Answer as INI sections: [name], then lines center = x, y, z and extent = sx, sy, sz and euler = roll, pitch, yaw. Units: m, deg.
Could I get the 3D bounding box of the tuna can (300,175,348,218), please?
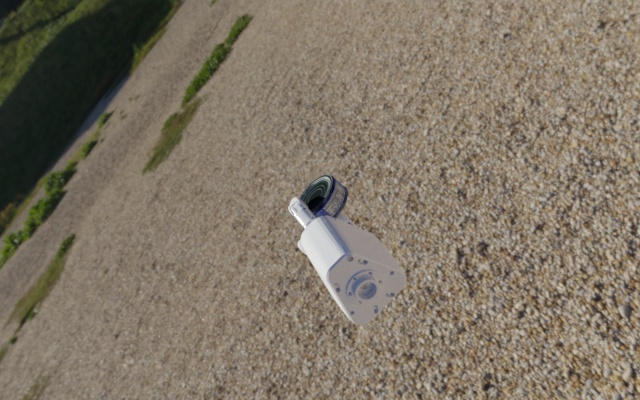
[tuna can]
center = 0.000, 0.002, 0.737
extent = 0.034, 0.086, 0.086
euler = 39, -19, -25
